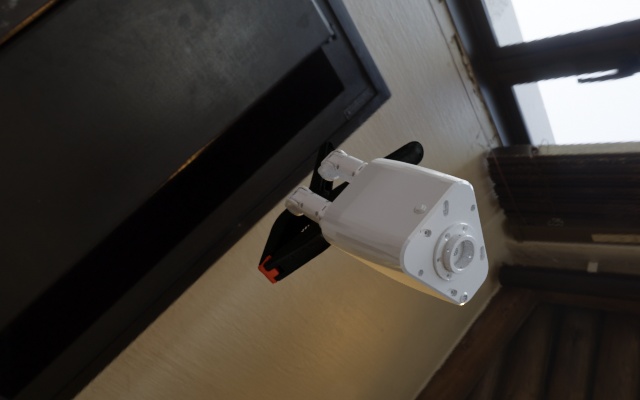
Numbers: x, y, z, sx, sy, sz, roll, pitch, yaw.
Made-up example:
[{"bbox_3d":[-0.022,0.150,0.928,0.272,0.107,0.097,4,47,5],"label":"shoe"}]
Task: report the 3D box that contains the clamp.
[{"bbox_3d":[0.000,0.003,0.544,0.036,0.210,0.164,52,-17,-29],"label":"clamp"}]
